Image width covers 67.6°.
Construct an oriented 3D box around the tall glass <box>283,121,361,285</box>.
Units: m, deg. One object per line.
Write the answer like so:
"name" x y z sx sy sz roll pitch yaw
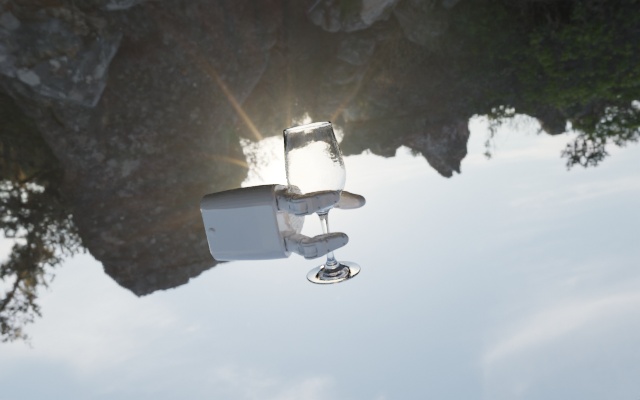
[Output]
"tall glass" 0.000 0.003 0.620 0.079 0.201 0.079 -9 13 2
